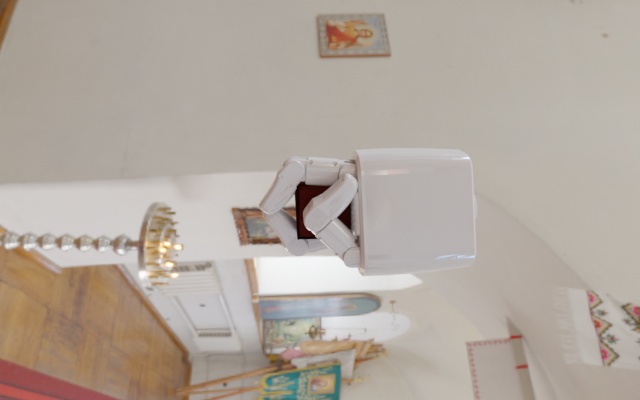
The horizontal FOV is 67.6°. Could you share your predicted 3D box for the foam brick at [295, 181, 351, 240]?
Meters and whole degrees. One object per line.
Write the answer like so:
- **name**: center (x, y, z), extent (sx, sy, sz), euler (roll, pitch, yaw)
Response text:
- **foam brick**: center (0.000, 0.001, 0.479), extent (0.051, 0.053, 0.078), euler (-3, 18, -3)
